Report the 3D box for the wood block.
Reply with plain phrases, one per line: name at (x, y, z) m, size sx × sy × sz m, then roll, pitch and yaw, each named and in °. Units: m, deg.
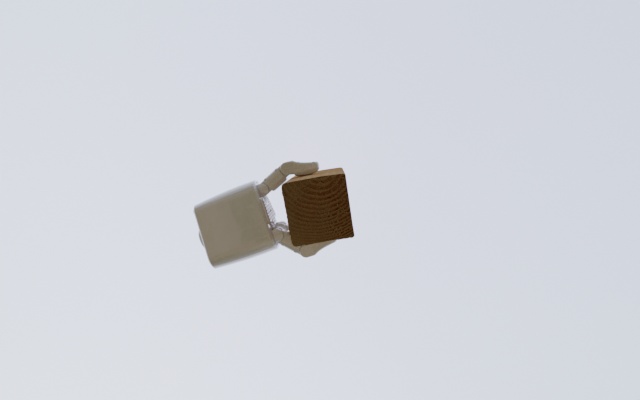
wood block at (0.000, 0.002, 0.747) m, size 0.090 × 0.091 × 0.206 m, roll -9°, pitch 6°, yaw 2°
